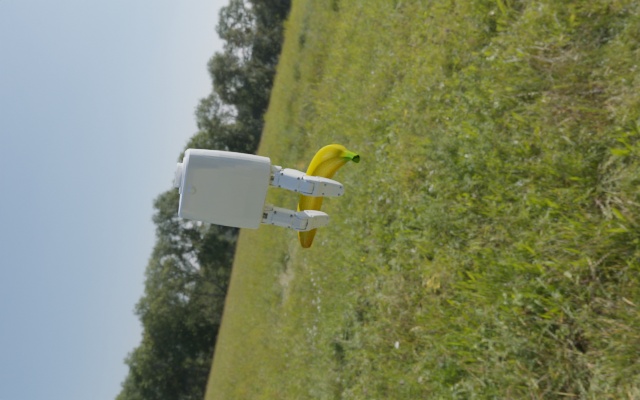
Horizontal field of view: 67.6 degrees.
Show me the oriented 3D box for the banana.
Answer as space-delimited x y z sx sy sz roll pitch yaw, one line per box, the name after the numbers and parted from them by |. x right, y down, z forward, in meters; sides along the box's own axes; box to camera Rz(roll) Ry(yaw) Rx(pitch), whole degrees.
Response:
-0.003 -0.014 0.691 0.037 0.069 0.198 4 -43 -23 | banana
